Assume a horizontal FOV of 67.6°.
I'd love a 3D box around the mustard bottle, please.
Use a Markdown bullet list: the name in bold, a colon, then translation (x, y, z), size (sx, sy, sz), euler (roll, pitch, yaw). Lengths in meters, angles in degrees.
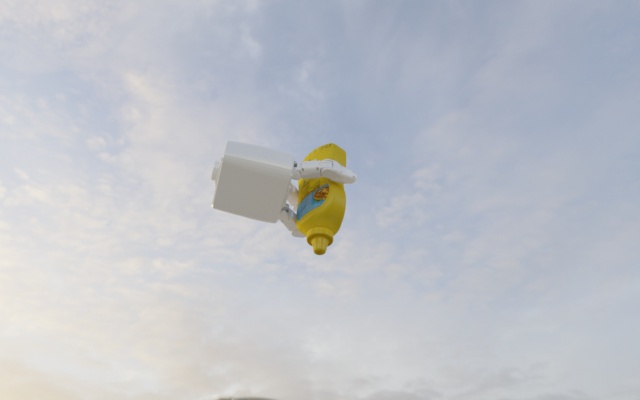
- **mustard bottle**: translation (0.000, 0.002, 0.762), size (0.058, 0.191, 0.096), euler (31, -48, -30)
